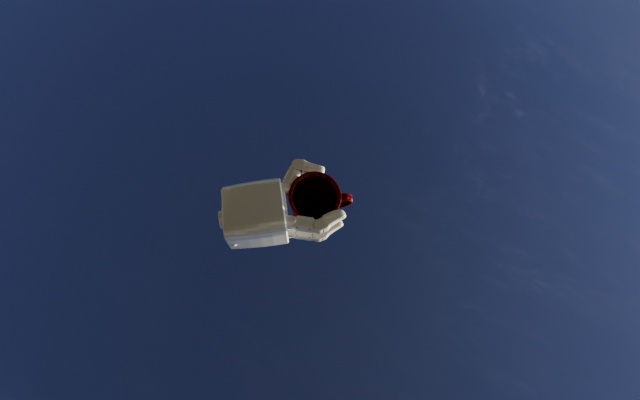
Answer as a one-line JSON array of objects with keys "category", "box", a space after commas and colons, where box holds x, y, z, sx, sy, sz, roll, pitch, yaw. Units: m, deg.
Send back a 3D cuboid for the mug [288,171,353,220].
[{"category": "mug", "box": [0.002, 0.003, 0.871, 0.117, 0.093, 0.081, -6, -17, -5]}]
